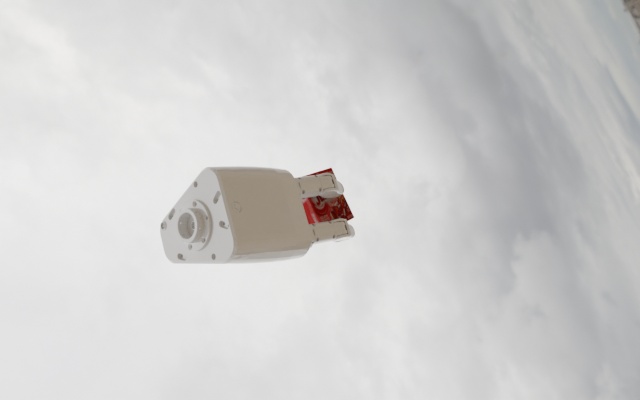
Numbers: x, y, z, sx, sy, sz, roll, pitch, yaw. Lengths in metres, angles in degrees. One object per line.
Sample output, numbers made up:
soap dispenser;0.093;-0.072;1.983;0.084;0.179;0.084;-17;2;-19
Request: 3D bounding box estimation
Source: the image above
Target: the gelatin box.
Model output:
gelatin box;0.000;0.002;0.593;0.030;0.073;0.089;-26;-2;29
